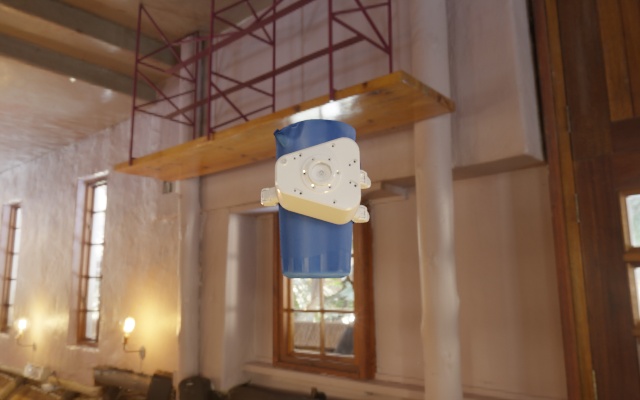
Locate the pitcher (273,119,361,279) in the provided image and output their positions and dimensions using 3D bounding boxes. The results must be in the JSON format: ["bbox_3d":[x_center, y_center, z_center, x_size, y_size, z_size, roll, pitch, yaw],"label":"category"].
[{"bbox_3d":[0.000,0.002,0.769,0.149,0.242,0.145,0,-10,-2],"label":"pitcher"}]
